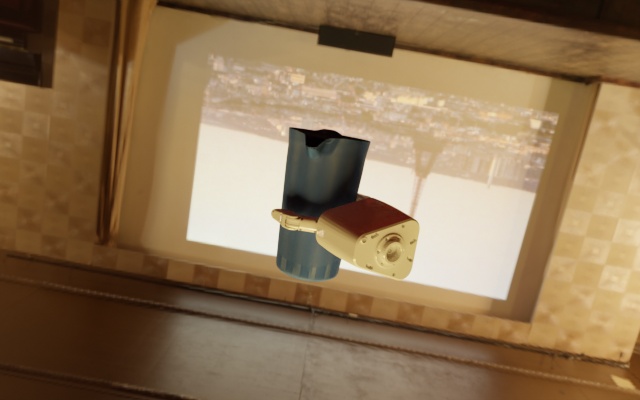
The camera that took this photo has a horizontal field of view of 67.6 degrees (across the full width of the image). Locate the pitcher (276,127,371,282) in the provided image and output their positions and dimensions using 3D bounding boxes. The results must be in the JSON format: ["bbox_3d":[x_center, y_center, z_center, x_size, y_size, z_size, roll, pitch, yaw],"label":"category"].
[{"bbox_3d":[0.000,0.003,0.799,0.149,0.243,0.145,4,12,-29],"label":"pitcher"}]
